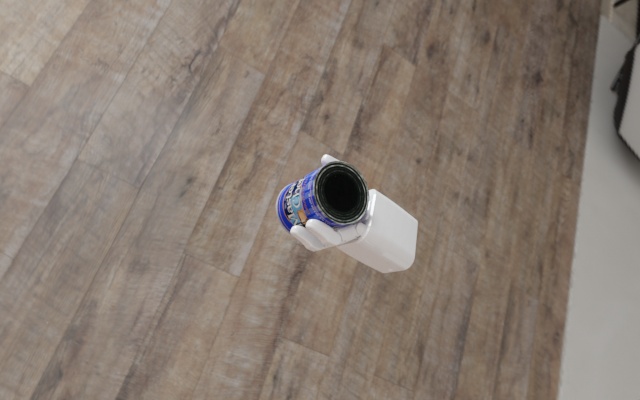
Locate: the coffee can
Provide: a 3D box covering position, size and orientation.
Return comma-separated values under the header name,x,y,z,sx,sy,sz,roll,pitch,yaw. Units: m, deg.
name,x,y,z,sx,sy,sz,roll,pitch,yaw
coffee can,0.000,0.002,0.797,0.103,0.102,0.140,0,-12,-30
